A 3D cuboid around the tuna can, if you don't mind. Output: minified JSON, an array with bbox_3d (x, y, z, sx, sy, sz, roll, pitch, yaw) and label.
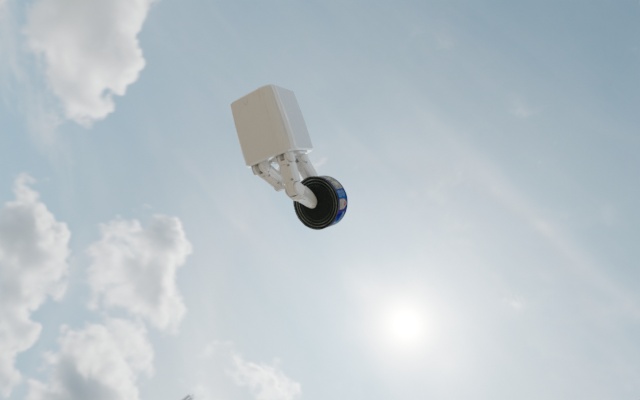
[{"bbox_3d":[0.000,0.003,0.767,0.086,0.086,0.034,0,6,33],"label":"tuna can"}]
